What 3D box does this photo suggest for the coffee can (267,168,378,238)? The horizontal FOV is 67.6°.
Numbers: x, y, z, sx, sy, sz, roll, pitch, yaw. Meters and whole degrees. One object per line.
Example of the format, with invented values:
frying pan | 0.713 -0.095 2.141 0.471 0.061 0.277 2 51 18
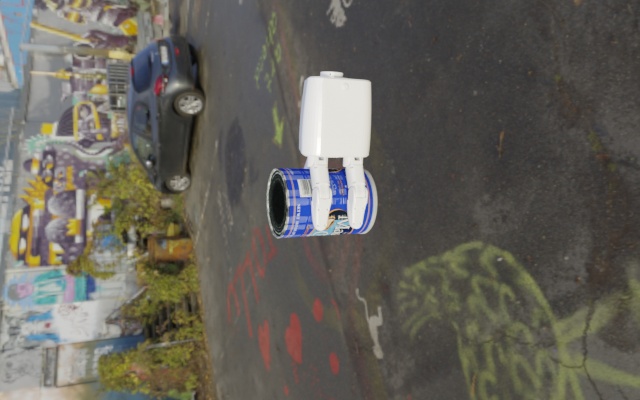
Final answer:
coffee can | 0.000 0.003 0.719 0.140 0.103 0.103 -2 1 -22
